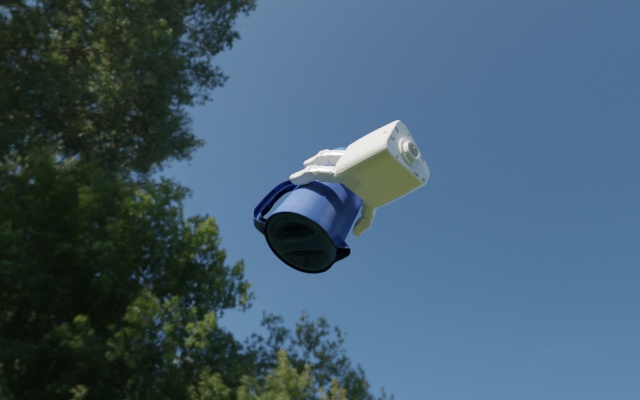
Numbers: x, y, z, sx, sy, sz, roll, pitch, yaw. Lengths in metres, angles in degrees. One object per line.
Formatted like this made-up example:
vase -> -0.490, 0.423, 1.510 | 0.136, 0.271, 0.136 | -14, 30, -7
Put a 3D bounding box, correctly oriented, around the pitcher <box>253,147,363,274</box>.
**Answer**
pitcher -> 0.000, 0.003, 0.870 | 0.145, 0.149, 0.242 | -29, 18, 41
